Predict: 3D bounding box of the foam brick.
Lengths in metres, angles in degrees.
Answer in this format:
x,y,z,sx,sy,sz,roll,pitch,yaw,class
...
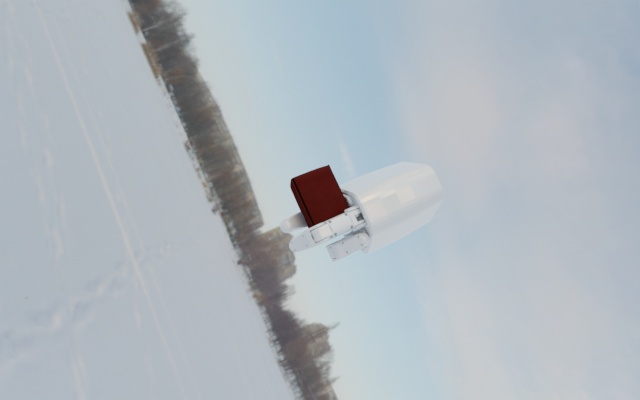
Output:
x,y,z,sx,sy,sz,roll,pitch,yaw,class
0.000,0.002,0.605,0.051,0.078,0.053,-24,-4,-9,foam brick
